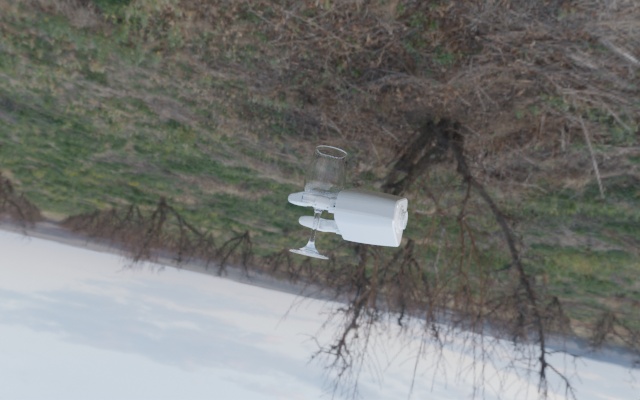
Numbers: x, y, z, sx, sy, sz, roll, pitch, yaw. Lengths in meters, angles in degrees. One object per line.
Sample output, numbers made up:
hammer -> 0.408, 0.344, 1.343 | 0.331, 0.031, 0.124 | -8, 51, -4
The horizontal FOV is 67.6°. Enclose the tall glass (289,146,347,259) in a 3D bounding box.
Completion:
tall glass -> 0.000, 0.004, 0.887 | 0.079, 0.201, 0.079 | 12, -9, 2
